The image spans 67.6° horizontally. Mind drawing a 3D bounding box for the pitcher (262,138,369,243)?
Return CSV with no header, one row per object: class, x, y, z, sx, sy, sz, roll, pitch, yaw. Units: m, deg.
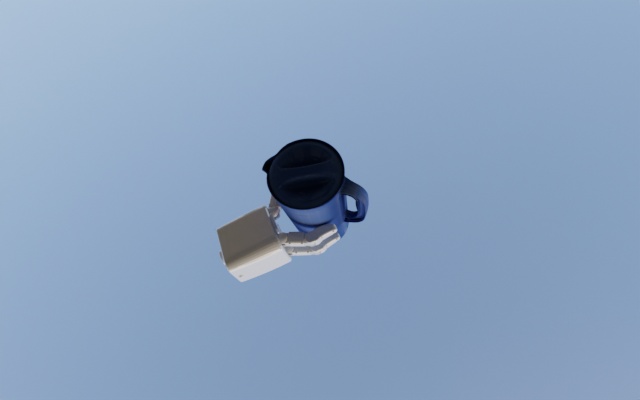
pitcher,0.000,0.003,0.892,0.145,0.149,0.243,-27,-25,-3
